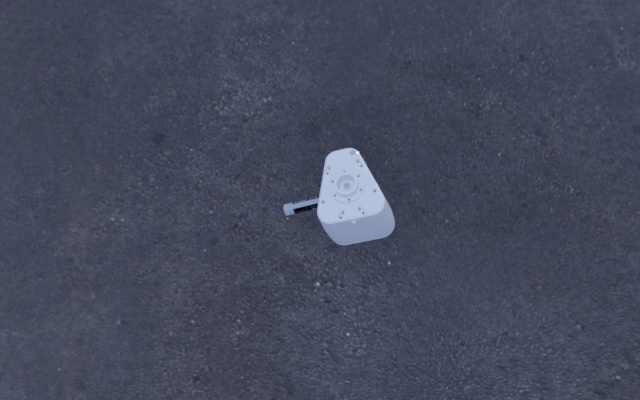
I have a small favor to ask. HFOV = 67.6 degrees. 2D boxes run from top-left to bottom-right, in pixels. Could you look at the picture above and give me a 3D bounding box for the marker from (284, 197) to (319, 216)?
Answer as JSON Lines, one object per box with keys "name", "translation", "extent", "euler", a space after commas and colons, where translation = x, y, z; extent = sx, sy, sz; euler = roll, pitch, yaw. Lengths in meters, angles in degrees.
{"name": "marker", "translation": [0.000, 0.003, 0.774], "extent": [0.121, 0.020, 0.020], "euler": [-13, -2, 9]}
